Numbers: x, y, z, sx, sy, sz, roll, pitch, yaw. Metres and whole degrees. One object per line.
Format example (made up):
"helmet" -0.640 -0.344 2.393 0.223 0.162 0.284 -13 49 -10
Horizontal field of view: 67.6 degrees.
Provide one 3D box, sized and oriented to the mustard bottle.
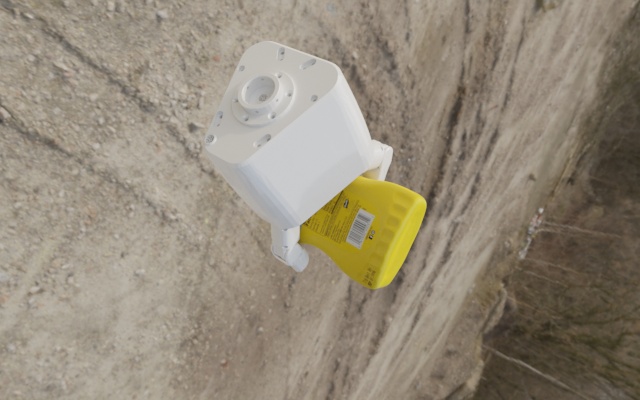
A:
"mustard bottle" 0.000 0.002 0.474 0.191 0.096 0.058 28 11 27
